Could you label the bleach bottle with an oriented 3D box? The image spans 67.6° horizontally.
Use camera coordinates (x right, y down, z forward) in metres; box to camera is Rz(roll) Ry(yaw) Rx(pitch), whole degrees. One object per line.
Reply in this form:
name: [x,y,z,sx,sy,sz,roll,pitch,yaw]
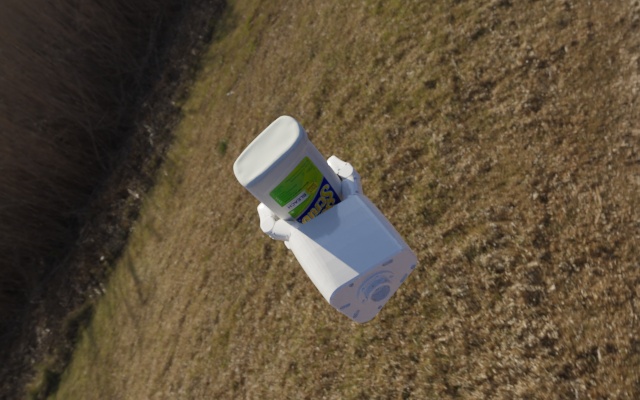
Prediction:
bleach bottle: [0.000,0.002,0.644,0.251,0.102,0.068,43,6,-45]
